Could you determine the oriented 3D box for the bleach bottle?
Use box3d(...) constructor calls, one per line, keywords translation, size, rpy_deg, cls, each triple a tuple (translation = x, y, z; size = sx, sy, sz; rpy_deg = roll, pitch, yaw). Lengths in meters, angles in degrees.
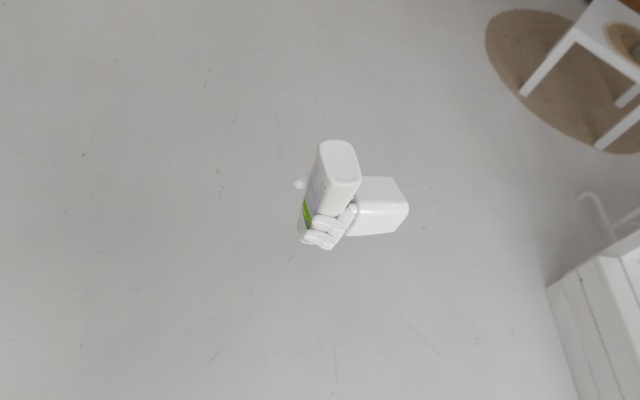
box3d(translation=(0.000, 0.003, 0.896), size=(0.068, 0.102, 0.251), rpy_deg=(-3, -31, -21), cls="bleach bottle")
